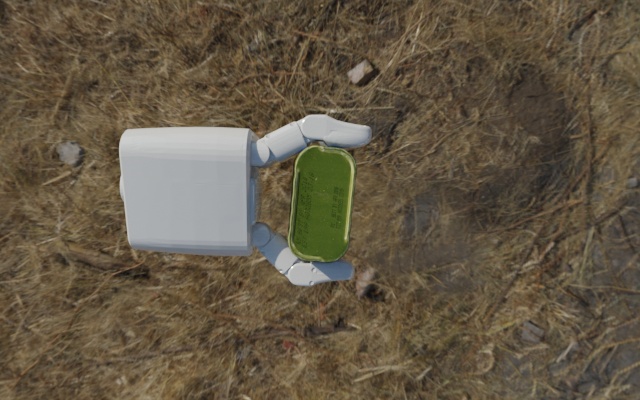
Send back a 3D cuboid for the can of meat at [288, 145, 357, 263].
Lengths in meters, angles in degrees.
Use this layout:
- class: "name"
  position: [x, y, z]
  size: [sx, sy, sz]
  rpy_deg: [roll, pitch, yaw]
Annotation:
- class: "can of meat"
  position: [0.000, 0.002, 0.431]
  size: [0.057, 0.102, 0.084]
  rpy_deg: [5, 3, -2]
